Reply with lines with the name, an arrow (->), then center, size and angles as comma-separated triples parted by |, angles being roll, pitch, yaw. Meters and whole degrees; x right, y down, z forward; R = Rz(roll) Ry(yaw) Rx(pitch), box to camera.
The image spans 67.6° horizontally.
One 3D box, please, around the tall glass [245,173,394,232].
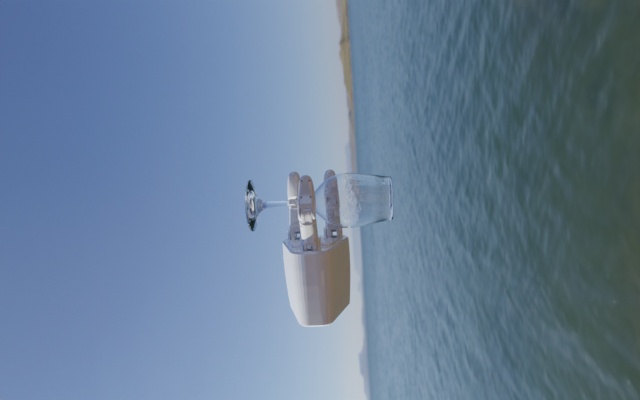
tall glass -> -0.001, 0.002, 0.674 | 0.201, 0.079, 0.079 | -4, 0, 5
